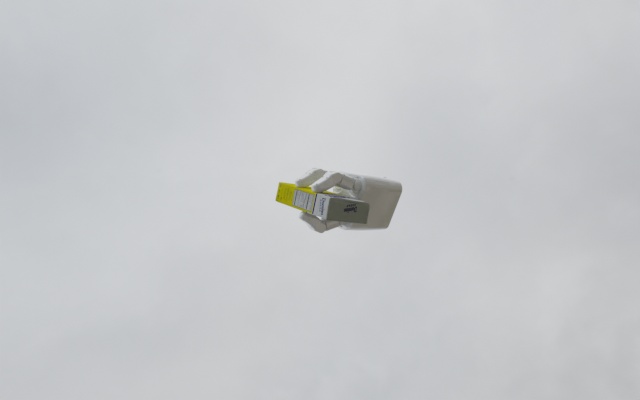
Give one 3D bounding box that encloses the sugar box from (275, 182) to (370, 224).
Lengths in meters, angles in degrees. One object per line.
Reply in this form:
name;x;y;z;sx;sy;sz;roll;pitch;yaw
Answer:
sugar box;0.000;0.002;0.884;0.093;0.048;0.176;7;3;-37
